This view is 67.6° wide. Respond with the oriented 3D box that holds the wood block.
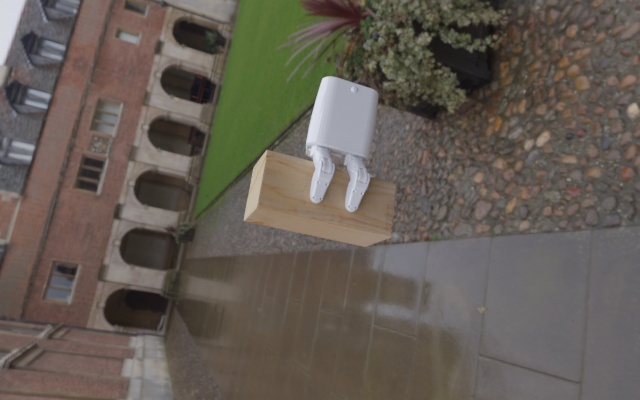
[{"bbox_3d":[0.000,0.002,0.725,0.206,0.090,0.091,13,-18,-18],"label":"wood block"}]
